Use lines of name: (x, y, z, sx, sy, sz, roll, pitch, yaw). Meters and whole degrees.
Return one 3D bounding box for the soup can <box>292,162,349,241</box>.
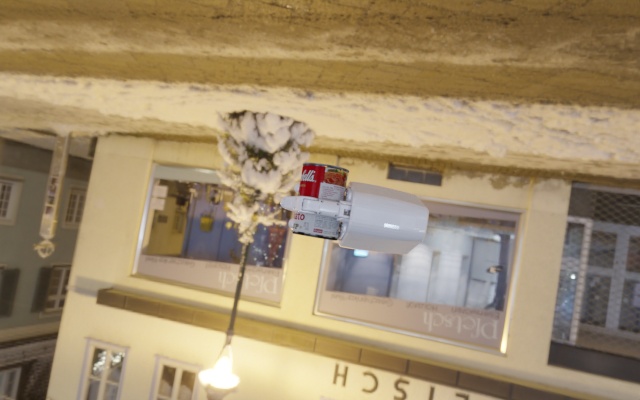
soup can: (0.000, 0.002, 0.684, 0.068, 0.102, 0.068, 9, -3, 1)
